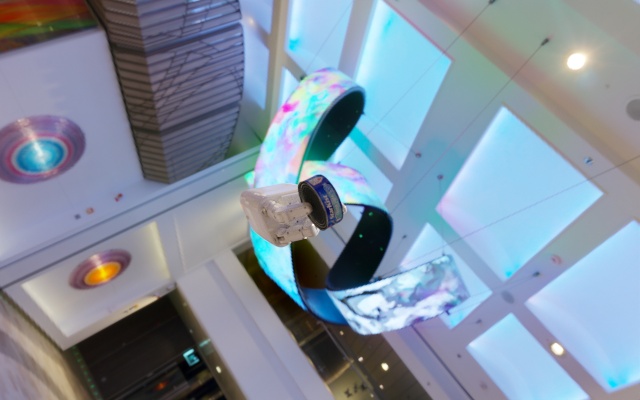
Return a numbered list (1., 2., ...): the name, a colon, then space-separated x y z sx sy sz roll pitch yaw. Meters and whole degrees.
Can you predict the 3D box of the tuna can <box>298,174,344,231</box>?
1. tuna can: 0.001 0.002 0.753 0.033 0.086 0.086 -26 10 -20
